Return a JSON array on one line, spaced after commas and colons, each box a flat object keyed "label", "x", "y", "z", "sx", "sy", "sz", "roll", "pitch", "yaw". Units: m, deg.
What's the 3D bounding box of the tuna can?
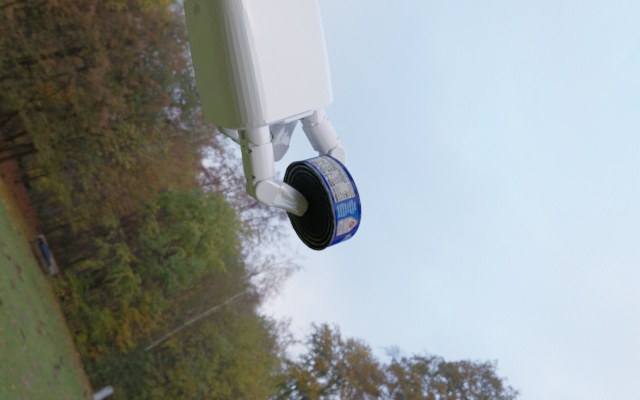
[{"label": "tuna can", "x": 0.001, "y": 0.001, "z": 0.447, "sx": 0.034, "sy": 0.086, "sz": 0.086, "roll": -17, "pitch": 9, "yaw": -30}]
